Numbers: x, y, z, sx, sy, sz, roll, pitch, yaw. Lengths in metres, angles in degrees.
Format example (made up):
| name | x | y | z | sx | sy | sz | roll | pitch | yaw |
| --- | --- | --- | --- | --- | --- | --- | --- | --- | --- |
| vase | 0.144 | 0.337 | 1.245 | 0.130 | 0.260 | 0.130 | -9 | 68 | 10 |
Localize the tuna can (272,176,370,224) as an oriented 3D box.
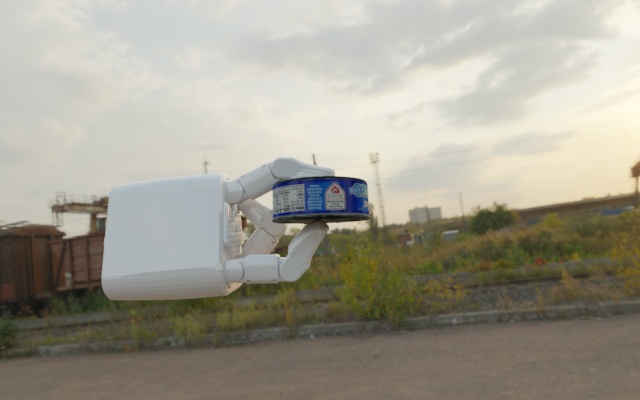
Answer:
| name | x | y | z | sx | sy | sz | roll | pitch | yaw |
| --- | --- | --- | --- | --- | --- | --- | --- | --- | --- |
| tuna can | 0.000 | 0.001 | 0.420 | 0.086 | 0.033 | 0.086 | -2 | -6 | 0 |
